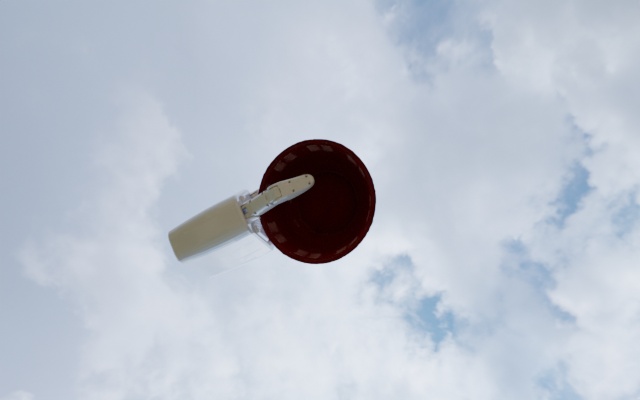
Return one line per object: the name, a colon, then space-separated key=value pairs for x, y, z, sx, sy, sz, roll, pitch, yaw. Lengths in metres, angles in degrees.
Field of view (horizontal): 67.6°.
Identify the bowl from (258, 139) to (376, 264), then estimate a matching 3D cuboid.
bowl: x=0.001 y=0.002 z=0.635 sx=0.162 sy=0.162 sz=0.055 roll=0 pitch=-3 yaw=19
